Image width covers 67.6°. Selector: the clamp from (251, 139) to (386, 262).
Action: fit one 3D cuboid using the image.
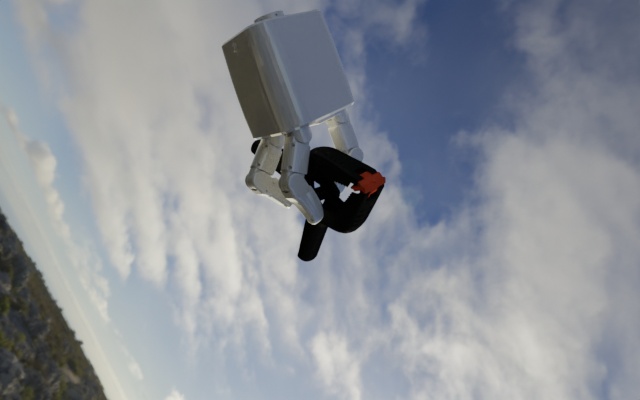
[{"bbox_3d":[0.001,0.001,0.525,0.036,0.164,0.210,-28,16,-29],"label":"clamp"}]
